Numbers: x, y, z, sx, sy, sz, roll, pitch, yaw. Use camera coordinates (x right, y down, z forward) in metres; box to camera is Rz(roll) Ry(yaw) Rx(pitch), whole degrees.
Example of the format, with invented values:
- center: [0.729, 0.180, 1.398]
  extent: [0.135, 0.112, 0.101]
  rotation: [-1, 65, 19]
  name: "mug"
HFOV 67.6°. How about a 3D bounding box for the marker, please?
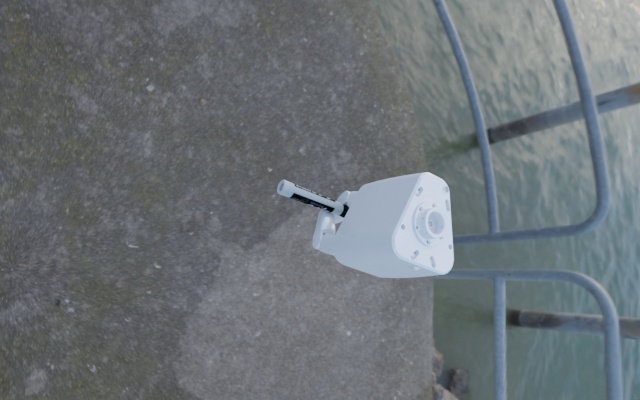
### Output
- center: [0.000, 0.002, 0.620]
  extent: [0.121, 0.020, 0.020]
  rotation: [22, -11, -29]
  name: "marker"
